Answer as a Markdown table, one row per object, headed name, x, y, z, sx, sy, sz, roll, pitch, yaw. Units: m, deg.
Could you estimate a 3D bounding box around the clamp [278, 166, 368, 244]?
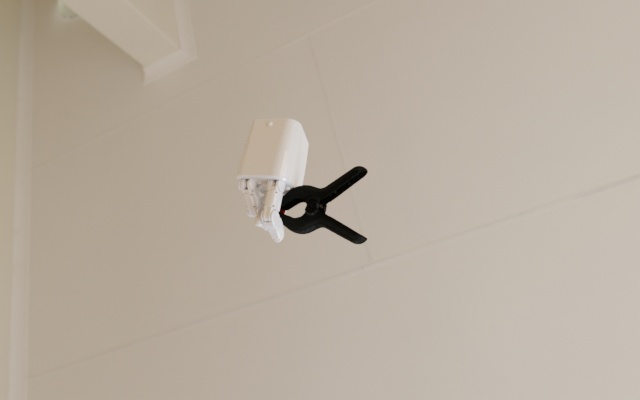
| name | x | y | z | sx | sy | sz | roll | pitch | yaw |
| --- | --- | --- | --- | --- | --- | --- | --- | --- | --- |
| clamp | 0.000 | 0.003 | 0.749 | 0.171 | 0.120 | 0.039 | 4 | -19 | 24 |
